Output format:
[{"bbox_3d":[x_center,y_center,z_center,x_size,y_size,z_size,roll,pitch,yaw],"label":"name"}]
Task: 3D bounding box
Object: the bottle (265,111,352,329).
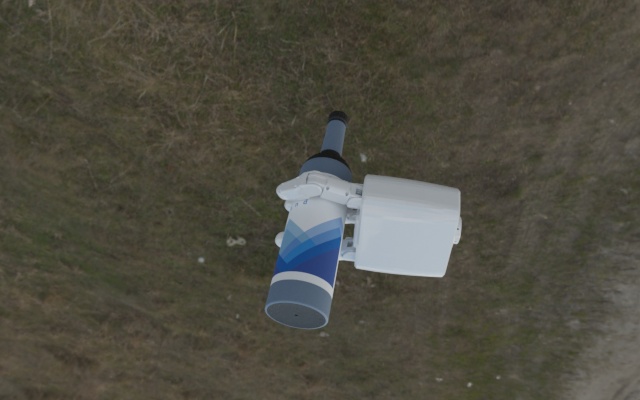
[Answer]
[{"bbox_3d":[0.000,0.002,0.575,0.069,0.295,0.069,8,-36,6],"label":"bottle"}]
